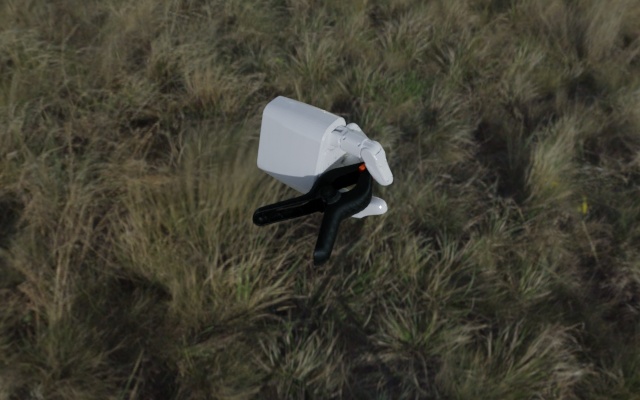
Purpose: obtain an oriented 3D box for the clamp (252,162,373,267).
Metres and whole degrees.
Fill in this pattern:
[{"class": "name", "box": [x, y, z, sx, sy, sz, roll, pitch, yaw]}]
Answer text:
[{"class": "clamp", "box": [0.000, 0.001, 0.606, 0.120, 0.039, 0.171, 26, 51, 24]}]
